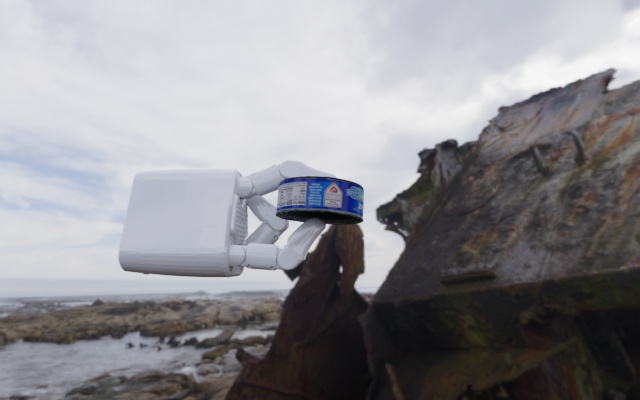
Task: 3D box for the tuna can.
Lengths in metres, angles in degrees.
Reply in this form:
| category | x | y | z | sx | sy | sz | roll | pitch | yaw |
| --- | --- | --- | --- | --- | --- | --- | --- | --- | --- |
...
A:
| category | x | y | z | sx | sy | sz | roll | pitch | yaw |
| --- | --- | --- | --- | --- | --- | --- | --- | --- | --- |
| tuna can | 0.000 | 0.001 | 0.467 | 0.086 | 0.033 | 0.086 | 4 | -10 | 1 |
